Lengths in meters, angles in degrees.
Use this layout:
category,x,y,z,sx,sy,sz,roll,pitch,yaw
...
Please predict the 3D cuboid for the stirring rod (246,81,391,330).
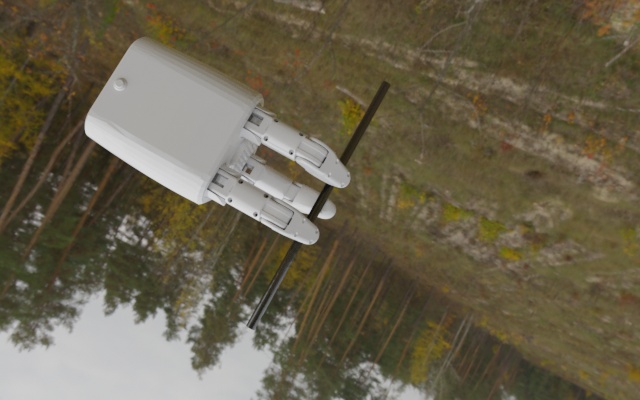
category,x,y,z,sx,sy,sz,roll,pitch,yaw
stirring rod,0.000,0.001,0.409,0.011,0.239,0.011,29,-6,3
